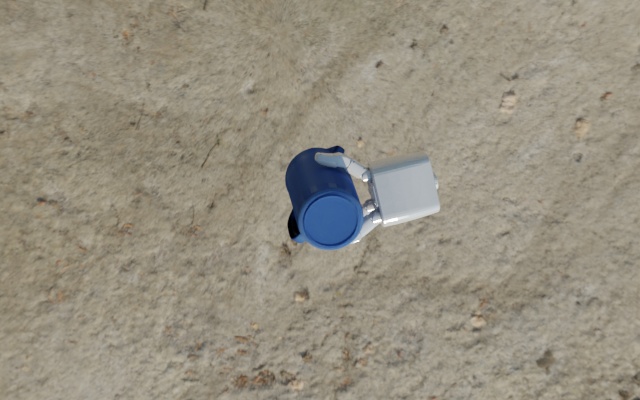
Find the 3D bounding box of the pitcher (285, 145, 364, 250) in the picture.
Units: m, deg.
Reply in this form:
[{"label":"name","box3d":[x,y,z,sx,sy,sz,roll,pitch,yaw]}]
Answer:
[{"label":"pitcher","box3d":[0.000,0.003,0.870,0.145,0.149,0.242,-12,20,-1]}]
